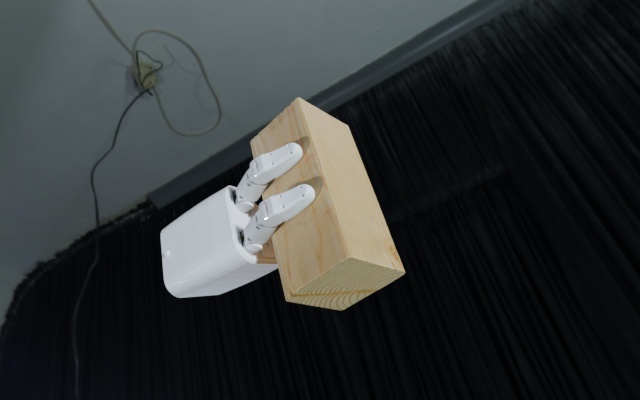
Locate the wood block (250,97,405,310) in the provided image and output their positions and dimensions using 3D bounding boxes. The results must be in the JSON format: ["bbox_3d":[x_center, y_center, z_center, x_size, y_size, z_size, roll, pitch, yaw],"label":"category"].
[{"bbox_3d":[0.000,0.002,0.520,0.090,0.206,0.091,-37,-38,28],"label":"wood block"}]
